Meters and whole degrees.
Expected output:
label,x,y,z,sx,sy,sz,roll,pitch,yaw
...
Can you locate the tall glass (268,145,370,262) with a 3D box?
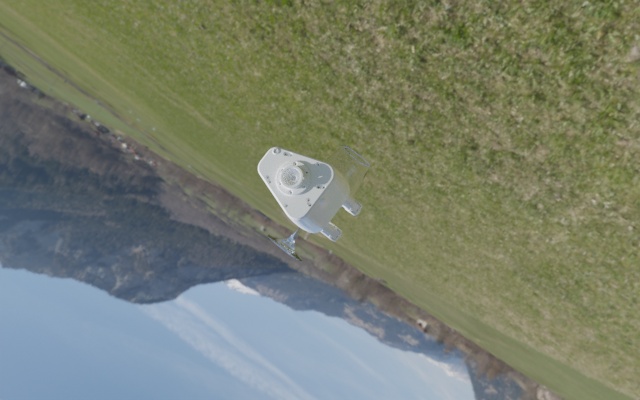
label,x,y,z,sx,sy,sz,roll,pitch,yaw
tall glass,0.000,0.003,0.812,0.079,0.201,0.079,38,-2,1
